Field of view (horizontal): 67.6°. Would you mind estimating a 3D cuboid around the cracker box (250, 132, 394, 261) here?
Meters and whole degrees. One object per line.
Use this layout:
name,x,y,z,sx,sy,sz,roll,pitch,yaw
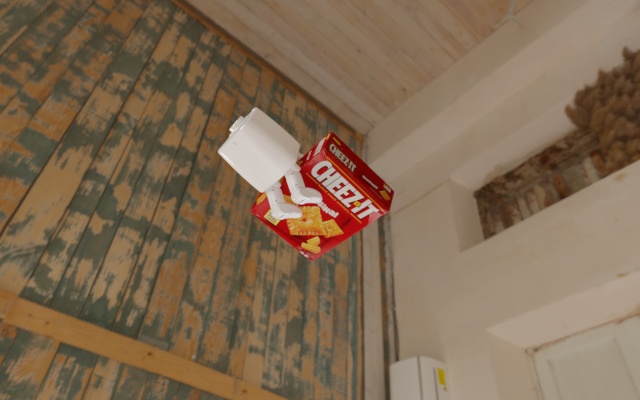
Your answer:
cracker box,0.000,0.003,0.881,0.214,0.164,0.072,-37,20,35
